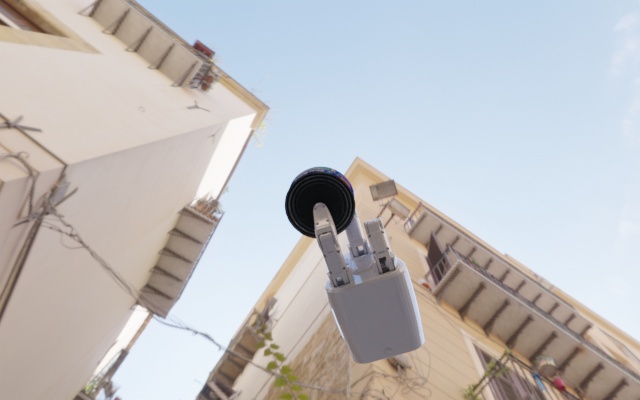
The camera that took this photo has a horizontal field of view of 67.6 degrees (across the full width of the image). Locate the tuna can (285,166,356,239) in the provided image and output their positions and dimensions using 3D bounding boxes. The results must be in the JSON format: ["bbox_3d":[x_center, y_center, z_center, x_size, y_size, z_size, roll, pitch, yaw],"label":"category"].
[{"bbox_3d":[0.000,0.002,0.589,0.086,0.086,0.033,0,19,3],"label":"tuna can"}]
